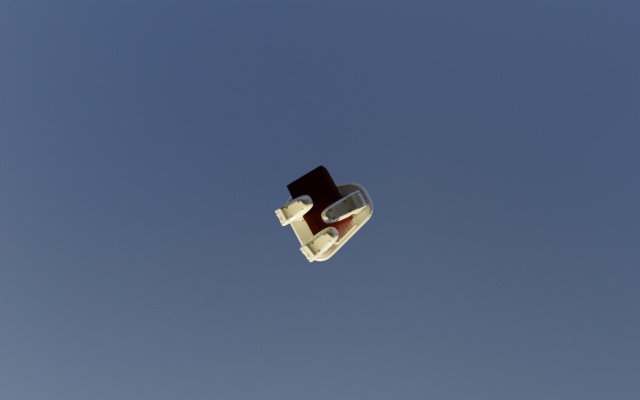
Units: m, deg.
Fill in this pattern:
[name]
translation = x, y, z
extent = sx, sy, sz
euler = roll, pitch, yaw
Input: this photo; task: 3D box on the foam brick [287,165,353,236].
[foam brick]
translation = 0.000, 0.002, 0.613
extent = 0.053, 0.078, 0.051
euler = -28, -3, 8
